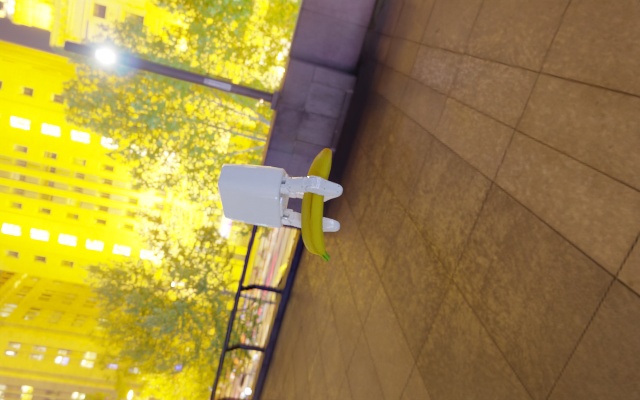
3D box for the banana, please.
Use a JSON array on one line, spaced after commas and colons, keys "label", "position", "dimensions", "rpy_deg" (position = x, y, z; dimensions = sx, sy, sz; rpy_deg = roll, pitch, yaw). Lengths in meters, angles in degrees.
[{"label": "banana", "position": [-0.007, 0.005, 0.814], "dimensions": [0.037, 0.198, 0.069], "rpy_deg": [2, -2, 21]}]
